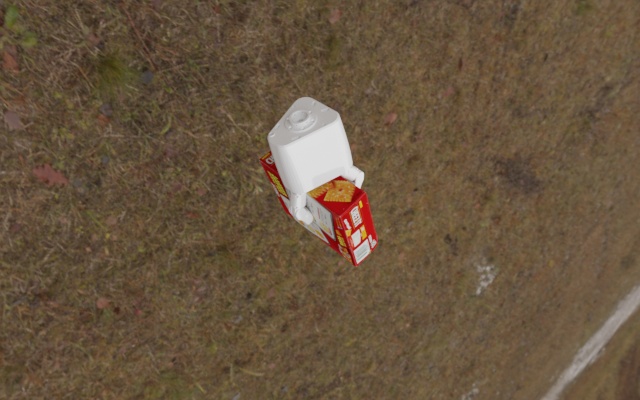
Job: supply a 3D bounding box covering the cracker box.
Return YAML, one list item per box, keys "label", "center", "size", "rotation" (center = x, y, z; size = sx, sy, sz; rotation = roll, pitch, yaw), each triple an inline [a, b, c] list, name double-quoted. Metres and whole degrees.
- label: "cracker box"
  center: [0.000, 0.003, 0.875]
  size: [0.213, 0.072, 0.164]
  rotation: [36, -21, 35]
